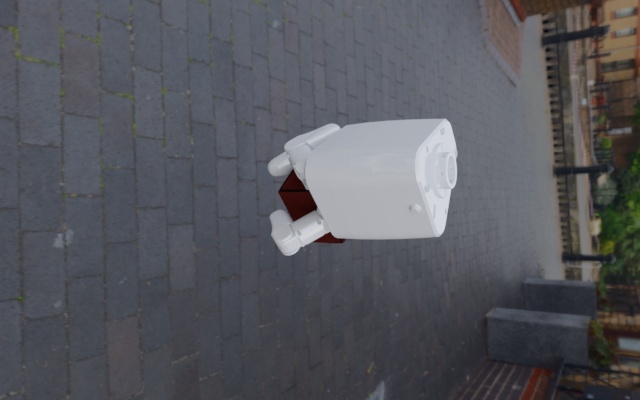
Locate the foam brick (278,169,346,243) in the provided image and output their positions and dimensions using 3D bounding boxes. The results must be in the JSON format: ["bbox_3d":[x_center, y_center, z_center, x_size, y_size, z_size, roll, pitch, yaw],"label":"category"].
[{"bbox_3d":[0.000,0.002,0.514,0.051,0.078,0.053,0,43,32],"label":"foam brick"}]
